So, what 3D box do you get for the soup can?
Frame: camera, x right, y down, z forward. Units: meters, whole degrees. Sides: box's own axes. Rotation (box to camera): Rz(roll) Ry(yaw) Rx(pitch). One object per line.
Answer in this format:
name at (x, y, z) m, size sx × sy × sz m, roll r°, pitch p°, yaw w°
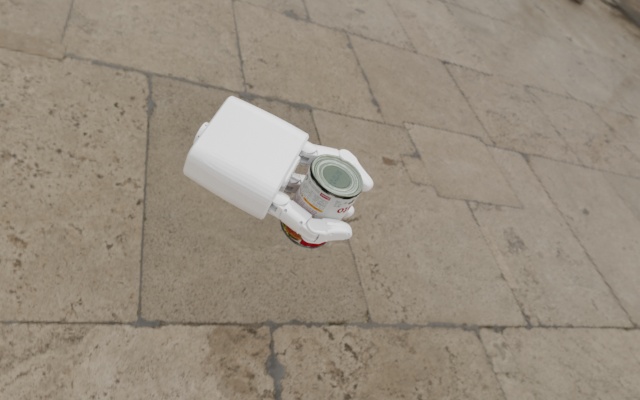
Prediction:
soup can at (0.001, 0.002, 0.575) m, size 0.068 × 0.068 × 0.102 m, roll 0°, pitch -39°, yaw -30°
